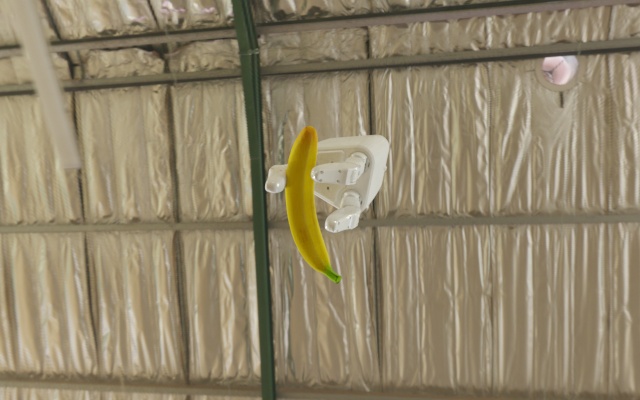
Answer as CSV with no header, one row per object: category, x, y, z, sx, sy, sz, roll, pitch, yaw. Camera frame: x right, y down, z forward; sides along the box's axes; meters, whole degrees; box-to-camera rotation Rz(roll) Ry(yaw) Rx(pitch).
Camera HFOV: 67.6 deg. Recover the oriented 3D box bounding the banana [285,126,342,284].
banana,-0.014,0.007,0.608,0.069,0.198,0.037,-5,11,35
